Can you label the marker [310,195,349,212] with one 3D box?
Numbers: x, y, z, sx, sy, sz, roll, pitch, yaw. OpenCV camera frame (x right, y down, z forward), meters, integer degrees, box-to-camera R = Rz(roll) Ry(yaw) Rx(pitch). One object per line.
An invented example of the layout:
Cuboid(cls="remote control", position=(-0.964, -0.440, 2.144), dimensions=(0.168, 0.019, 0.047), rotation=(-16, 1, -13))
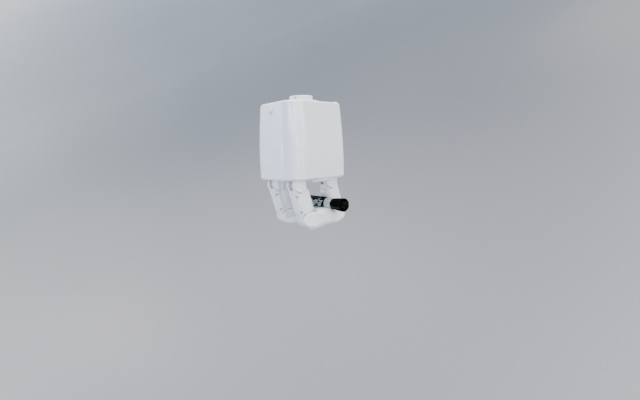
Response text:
Cuboid(cls="marker", position=(0.000, 0.002, 0.695), dimensions=(0.020, 0.020, 0.121), rotation=(0, 4, -35))
